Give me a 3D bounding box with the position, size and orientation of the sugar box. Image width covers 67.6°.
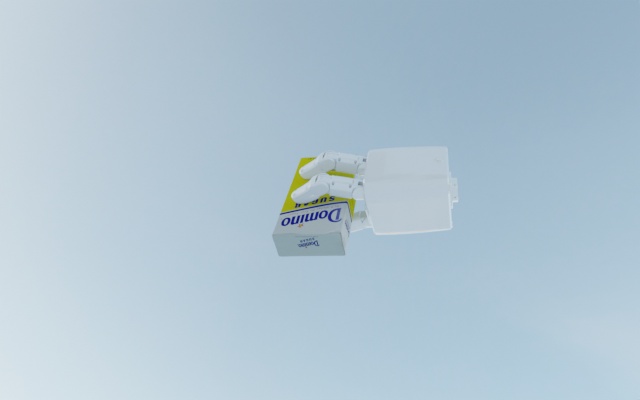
[{"bbox_3d":[0.000,0.002,0.668,0.093,0.048,0.176,-3,36,15],"label":"sugar box"}]
